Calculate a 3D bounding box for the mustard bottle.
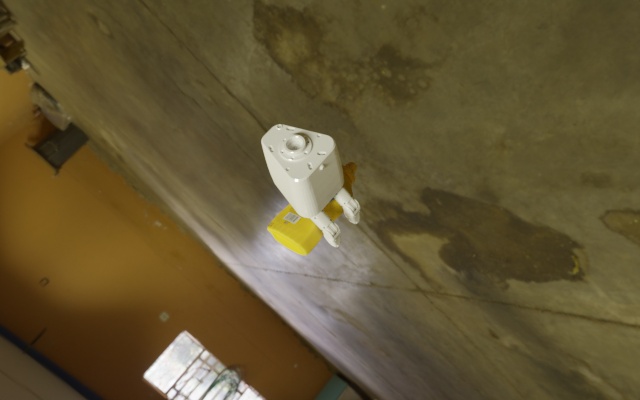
[{"bbox_3d":[0.000,0.003,0.834,0.096,0.191,0.058,21,-27,46],"label":"mustard bottle"}]
